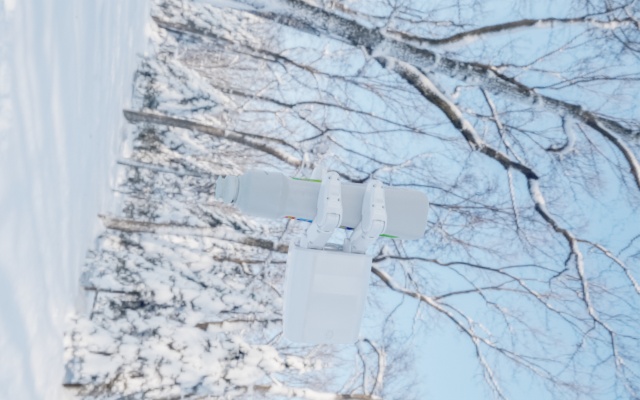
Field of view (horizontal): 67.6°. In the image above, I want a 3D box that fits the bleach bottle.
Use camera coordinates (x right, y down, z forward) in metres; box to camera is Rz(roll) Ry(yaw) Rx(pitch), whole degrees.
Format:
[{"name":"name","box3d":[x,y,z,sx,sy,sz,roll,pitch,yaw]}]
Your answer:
[{"name":"bleach bottle","box3d":[0.000,0.002,0.576,0.251,0.068,0.102,8,-1,-22]}]
